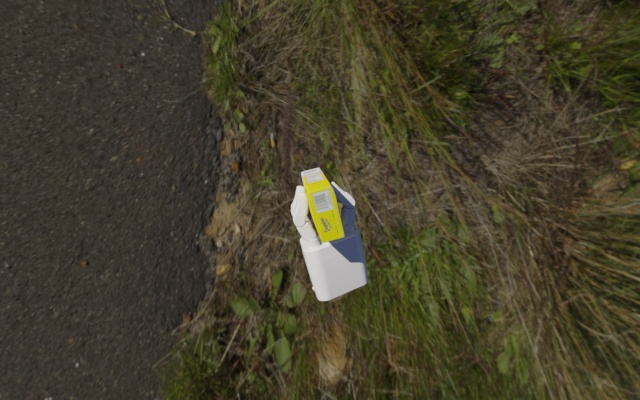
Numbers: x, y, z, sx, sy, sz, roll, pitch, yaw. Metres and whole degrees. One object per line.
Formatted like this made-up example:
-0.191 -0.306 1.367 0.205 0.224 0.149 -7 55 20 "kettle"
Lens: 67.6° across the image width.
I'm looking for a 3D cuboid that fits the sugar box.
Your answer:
0.000 0.003 0.861 0.048 0.093 0.176 -15 15 -6 "sugar box"
